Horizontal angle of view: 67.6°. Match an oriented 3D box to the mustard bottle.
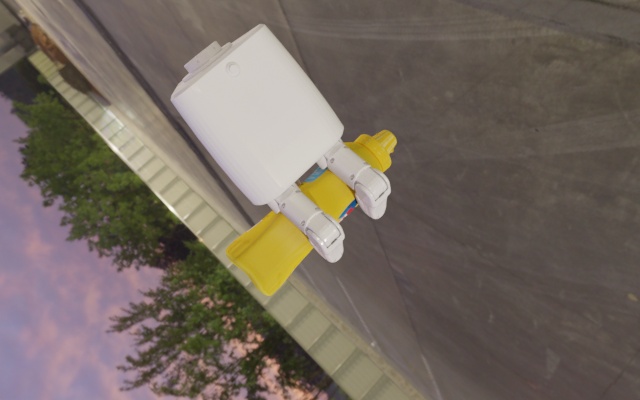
[{"bbox_3d":[0.000,0.002,0.444,0.191,0.058,0.096,-44,-1,-13],"label":"mustard bottle"}]
